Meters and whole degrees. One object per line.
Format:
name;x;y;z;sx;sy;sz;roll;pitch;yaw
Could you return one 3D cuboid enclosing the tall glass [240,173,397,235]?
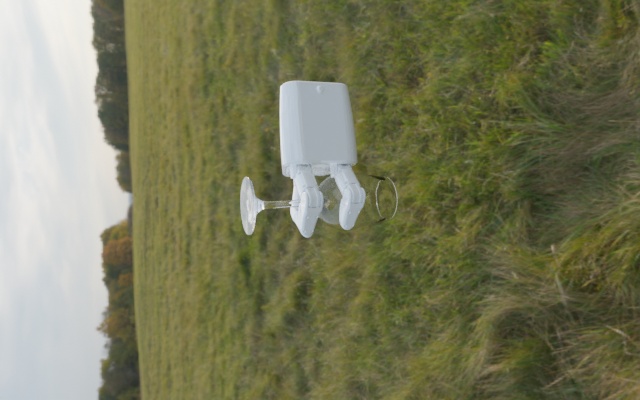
tall glass;-0.001;0.002;0.635;0.201;0.079;0.079;-2;1;-22
